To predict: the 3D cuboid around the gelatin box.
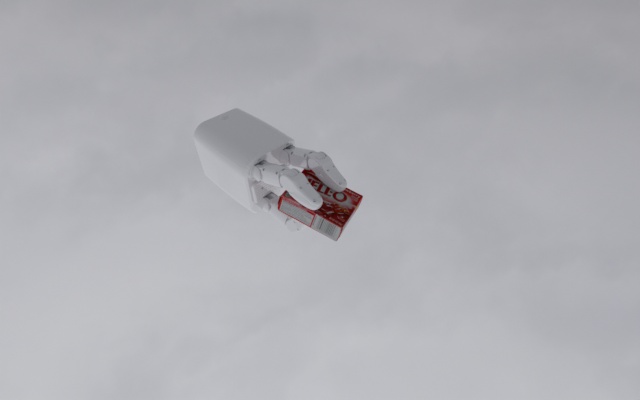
[{"bbox_3d":[0.000,0.002,0.614,0.089,0.030,0.073,28,42,8],"label":"gelatin box"}]
